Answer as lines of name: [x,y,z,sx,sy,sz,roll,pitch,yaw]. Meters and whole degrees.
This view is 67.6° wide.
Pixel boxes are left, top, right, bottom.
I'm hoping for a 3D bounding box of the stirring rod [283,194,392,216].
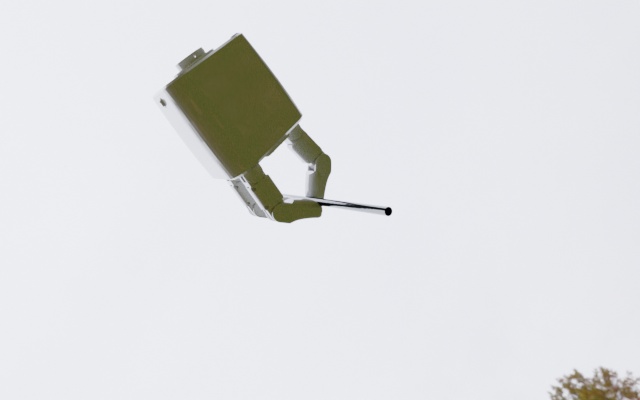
stirring rod: [0.000,0.002,0.503,0.011,0.011,0.239,0,4,-28]
